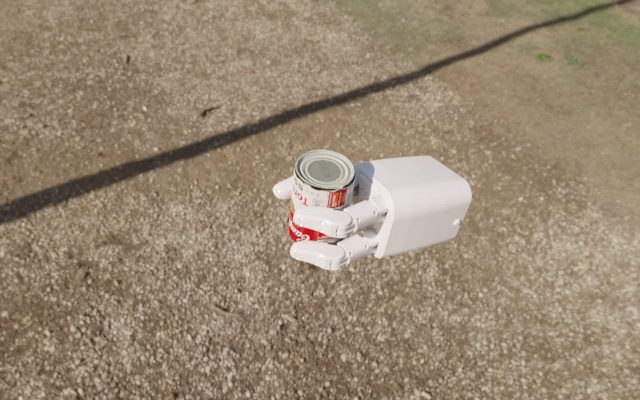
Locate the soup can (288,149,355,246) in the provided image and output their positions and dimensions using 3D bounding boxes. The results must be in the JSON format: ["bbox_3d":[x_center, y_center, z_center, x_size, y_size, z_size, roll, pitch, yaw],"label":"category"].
[{"bbox_3d":[0.000,0.002,0.543,0.068,0.102,0.068,4,44,-4],"label":"soup can"}]
